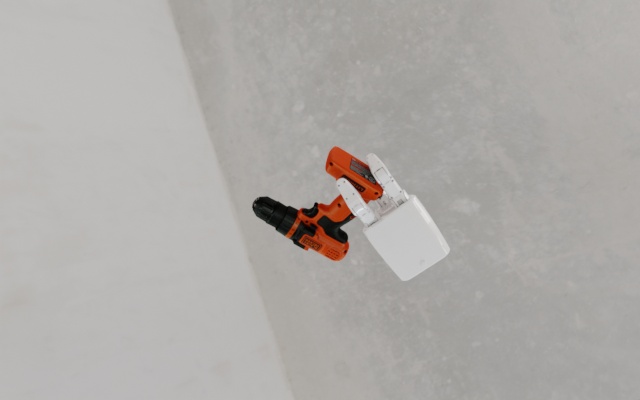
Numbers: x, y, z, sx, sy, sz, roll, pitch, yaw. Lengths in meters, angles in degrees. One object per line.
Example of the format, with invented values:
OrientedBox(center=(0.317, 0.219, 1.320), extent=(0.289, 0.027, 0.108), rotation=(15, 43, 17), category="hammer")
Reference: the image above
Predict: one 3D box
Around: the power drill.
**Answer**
OrientedBox(center=(0.001, 0.002, 0.785), extent=(0.184, 0.188, 0.057), rotation=(29, 36, -13), category="power drill")
